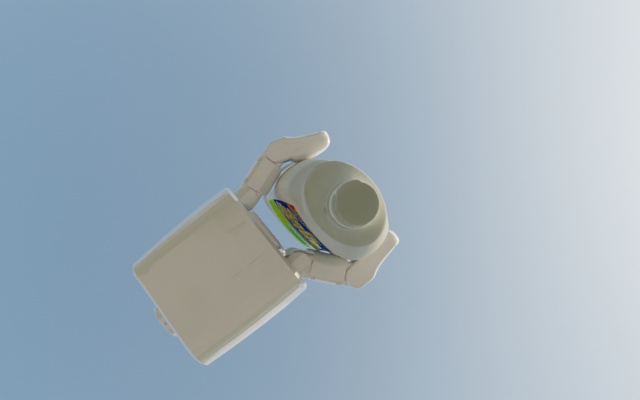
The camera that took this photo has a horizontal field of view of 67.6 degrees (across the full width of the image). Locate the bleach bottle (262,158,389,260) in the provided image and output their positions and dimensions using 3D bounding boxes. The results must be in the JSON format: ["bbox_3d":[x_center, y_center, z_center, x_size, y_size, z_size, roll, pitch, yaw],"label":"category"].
[{"bbox_3d":[0.000,0.001,0.418,0.068,0.102,0.251,-40,3,-8],"label":"bleach bottle"}]
